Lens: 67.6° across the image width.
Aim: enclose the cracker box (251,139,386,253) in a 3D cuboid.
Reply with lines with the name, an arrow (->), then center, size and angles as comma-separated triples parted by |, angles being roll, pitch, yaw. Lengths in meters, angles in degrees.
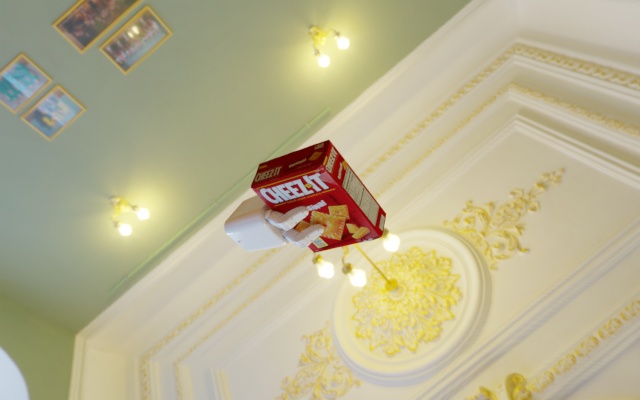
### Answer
cracker box -> 0.000, 0.003, 0.896 | 0.164, 0.072, 0.214 | -15, -48, 32
